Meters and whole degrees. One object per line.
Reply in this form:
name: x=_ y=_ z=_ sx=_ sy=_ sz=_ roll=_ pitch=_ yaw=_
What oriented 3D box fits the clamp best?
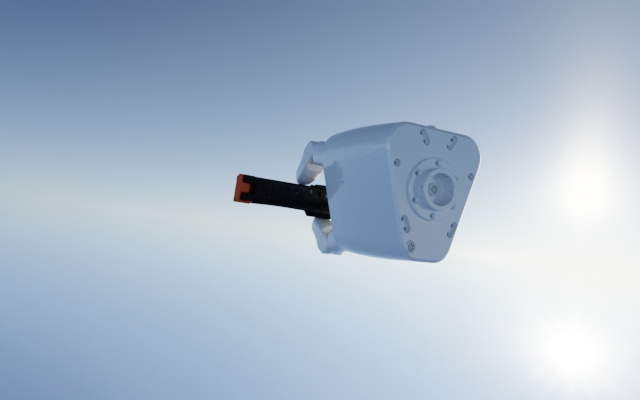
clamp: x=0.000 y=0.003 z=0.539 sx=0.210 sy=0.036 sz=0.164 roll=9 pitch=-2 yaw=-25
